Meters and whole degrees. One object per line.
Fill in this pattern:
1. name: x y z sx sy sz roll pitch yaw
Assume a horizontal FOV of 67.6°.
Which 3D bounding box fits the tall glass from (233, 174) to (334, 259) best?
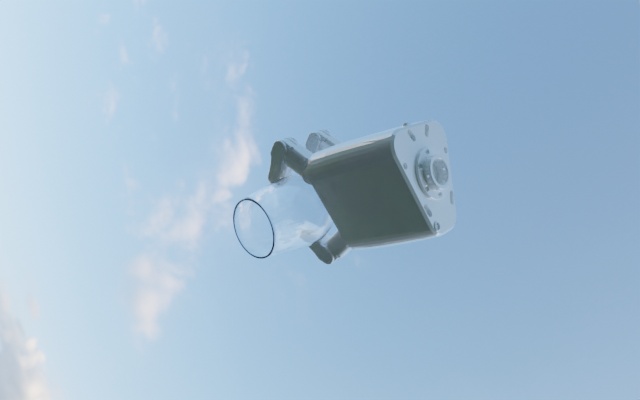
1. tall glass: 0.000 0.002 0.535 0.079 0.079 0.201 0 15 44
